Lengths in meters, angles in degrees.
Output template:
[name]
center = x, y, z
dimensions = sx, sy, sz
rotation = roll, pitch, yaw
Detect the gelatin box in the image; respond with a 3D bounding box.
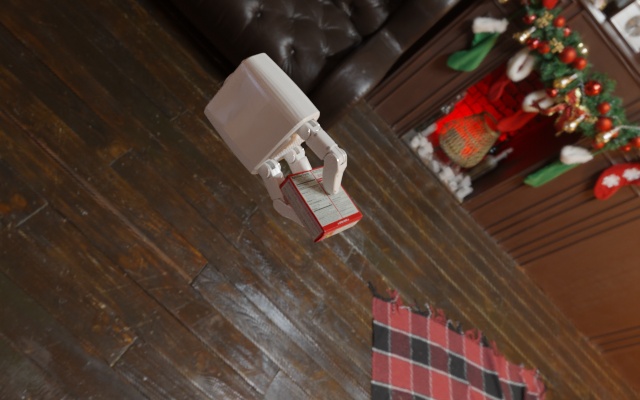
[gelatin box]
center = 0.001, 0.002, 0.612
dimensions = 0.073, 0.089, 0.030
rotation = -19, -21, -43
